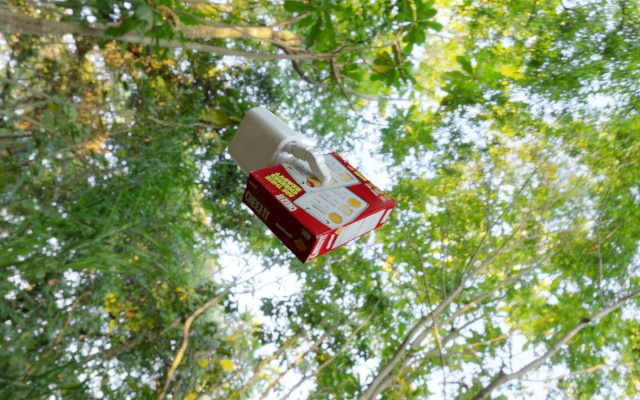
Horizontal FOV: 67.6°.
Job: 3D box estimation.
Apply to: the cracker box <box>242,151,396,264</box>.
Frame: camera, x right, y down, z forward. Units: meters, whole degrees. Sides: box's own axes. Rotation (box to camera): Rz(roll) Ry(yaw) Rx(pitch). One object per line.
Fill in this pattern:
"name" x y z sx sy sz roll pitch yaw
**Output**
"cracker box" 0.000 0.002 0.819 0.164 0.072 0.213 42 39 25
